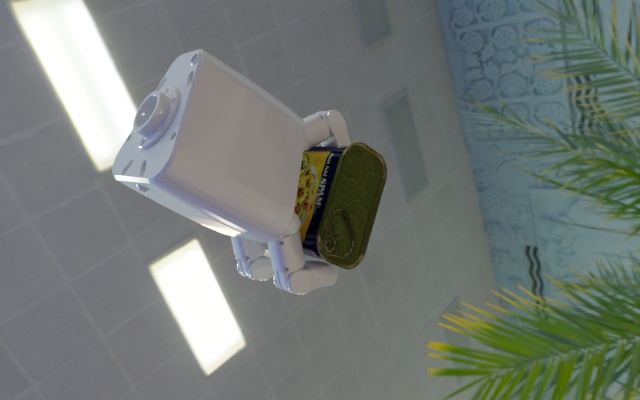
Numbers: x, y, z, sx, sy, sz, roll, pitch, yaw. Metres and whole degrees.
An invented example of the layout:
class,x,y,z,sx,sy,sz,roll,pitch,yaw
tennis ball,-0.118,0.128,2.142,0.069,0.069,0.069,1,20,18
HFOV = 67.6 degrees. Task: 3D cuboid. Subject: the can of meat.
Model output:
class,x,y,z,sx,sy,sz,roll,pitch,yaw
can of meat,0.000,0.001,0.418,0.084,0.102,0.057,7,-14,46
